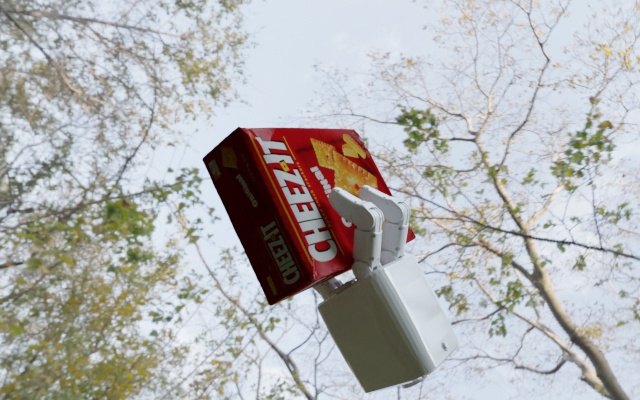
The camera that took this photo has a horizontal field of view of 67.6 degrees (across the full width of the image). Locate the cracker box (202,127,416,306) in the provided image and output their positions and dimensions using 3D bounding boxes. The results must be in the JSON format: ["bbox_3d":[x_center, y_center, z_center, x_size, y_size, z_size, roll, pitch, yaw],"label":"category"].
[{"bbox_3d":[0.000,0.002,0.528,0.072,0.164,0.213,-35,-14,33],"label":"cracker box"}]
